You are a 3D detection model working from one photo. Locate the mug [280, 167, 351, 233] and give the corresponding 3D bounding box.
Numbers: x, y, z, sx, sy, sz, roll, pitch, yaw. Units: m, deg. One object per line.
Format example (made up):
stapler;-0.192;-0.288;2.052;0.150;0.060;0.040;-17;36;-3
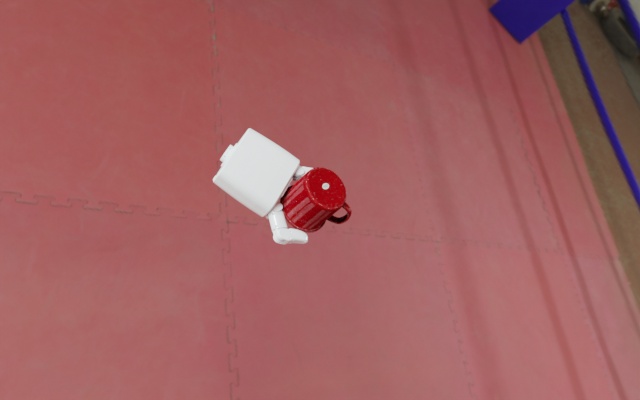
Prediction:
mug;0.001;0.003;0.811;0.117;0.093;0.081;33;-40;-14
